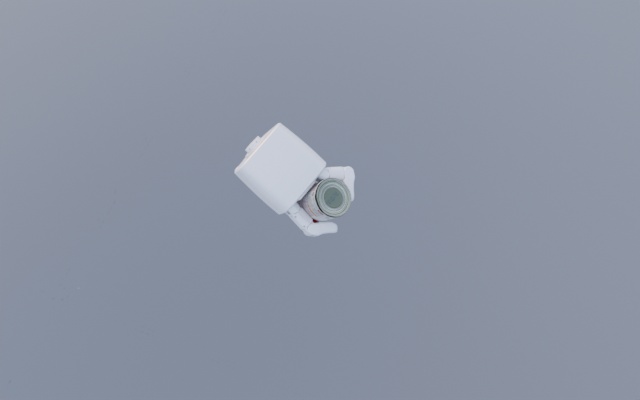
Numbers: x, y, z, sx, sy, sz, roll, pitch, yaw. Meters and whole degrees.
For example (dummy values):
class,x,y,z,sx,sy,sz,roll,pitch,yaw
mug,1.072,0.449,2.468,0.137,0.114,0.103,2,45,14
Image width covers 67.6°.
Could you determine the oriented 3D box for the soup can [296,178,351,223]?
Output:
class,x,y,z,sx,sy,sz,roll,pitch,yaw
soup can,0.001,0.003,0.820,0.068,0.068,0.102,0,-9,-27
